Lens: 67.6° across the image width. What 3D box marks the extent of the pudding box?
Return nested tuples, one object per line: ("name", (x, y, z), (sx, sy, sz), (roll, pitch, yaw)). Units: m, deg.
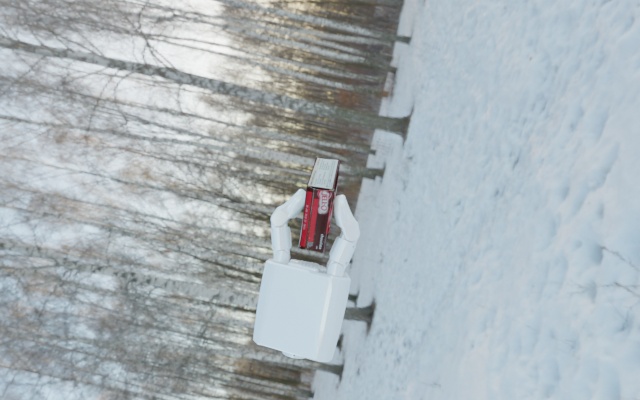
("pudding box", (0.000, 0.002, 0.629), (0.039, 0.090, 0.113), (9, 26, 0))
